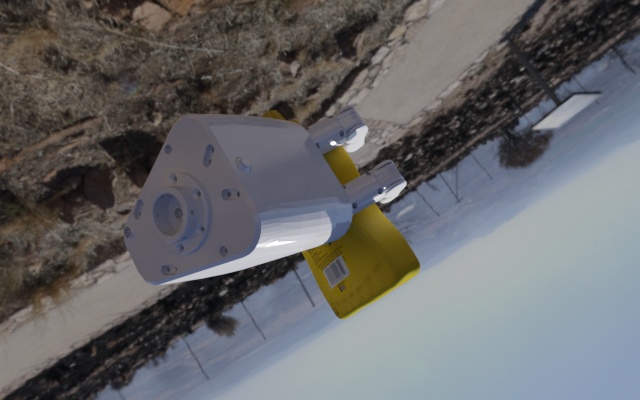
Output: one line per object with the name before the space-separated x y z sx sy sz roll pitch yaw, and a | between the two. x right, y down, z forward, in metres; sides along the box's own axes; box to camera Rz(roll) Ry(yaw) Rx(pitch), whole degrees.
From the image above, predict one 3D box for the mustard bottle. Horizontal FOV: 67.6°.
mustard bottle | 0.000 0.002 0.414 0.058 0.191 0.096 -21 -18 -37
